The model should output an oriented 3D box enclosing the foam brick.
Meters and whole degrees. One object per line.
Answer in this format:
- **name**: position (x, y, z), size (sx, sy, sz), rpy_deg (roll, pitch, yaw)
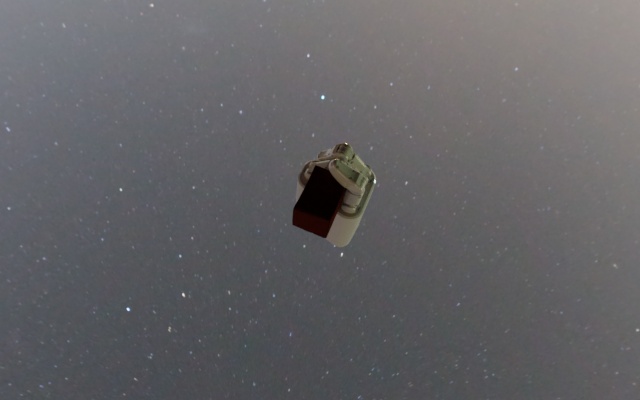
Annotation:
- **foam brick**: position (0.000, 0.002, 0.656), size (0.053, 0.078, 0.051), rpy_deg (22, -31, 6)
